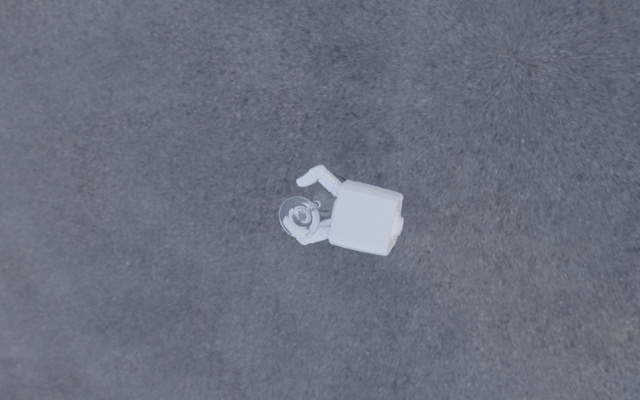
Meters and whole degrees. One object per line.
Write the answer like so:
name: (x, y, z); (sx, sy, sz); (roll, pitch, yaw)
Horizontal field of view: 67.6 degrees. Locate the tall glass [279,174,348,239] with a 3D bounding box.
tall glass: (0.000, 0.003, 0.886); (0.079, 0.079, 0.201); (0, 15, 22)
